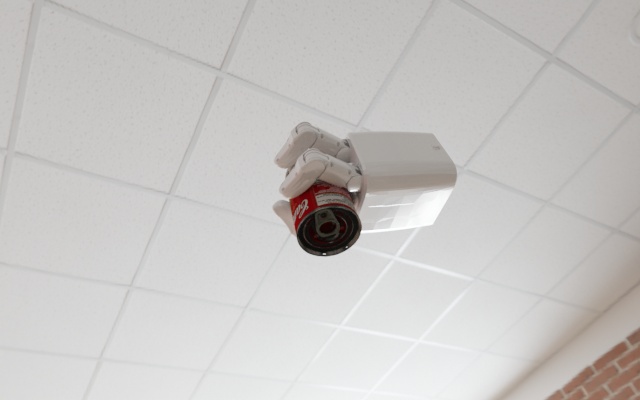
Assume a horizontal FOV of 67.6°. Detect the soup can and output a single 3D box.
[{"bbox_3d":[0.000,0.002,0.522,0.068,0.069,0.102,0,38,-13],"label":"soup can"}]
